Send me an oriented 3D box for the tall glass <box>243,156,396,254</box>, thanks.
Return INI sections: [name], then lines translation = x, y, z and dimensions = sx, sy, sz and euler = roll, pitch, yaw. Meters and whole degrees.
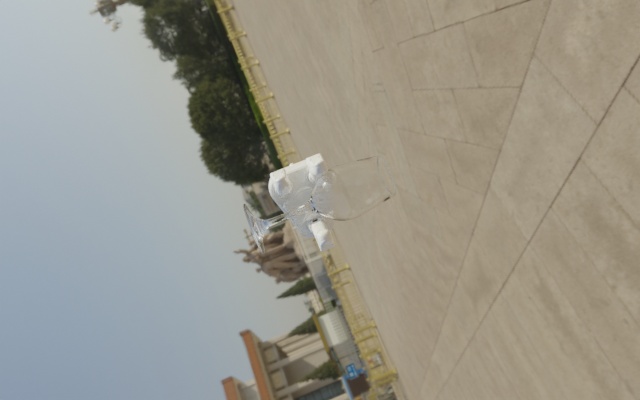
[tall glass]
translation = 0.000, 0.003, 0.663
dimensions = 0.201, 0.079, 0.079
euler = -22, 1, -3
